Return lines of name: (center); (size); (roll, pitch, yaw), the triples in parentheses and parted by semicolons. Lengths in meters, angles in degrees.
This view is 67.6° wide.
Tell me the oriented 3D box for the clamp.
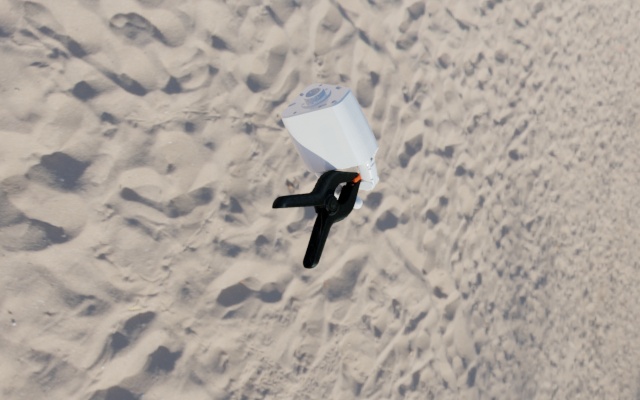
clamp: (0.001, 0.002, 0.707); (0.039, 0.120, 0.171); (5, 47, 40)
